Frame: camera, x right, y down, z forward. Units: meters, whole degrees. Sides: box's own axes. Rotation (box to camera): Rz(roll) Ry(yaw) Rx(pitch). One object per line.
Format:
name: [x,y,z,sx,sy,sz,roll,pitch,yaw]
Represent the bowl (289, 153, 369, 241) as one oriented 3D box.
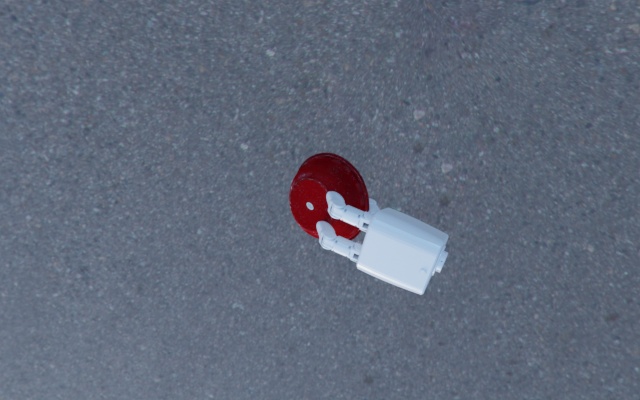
bowl: [-0.001,0.002,0.805,0.162,0.162,0.055,0,12,39]
